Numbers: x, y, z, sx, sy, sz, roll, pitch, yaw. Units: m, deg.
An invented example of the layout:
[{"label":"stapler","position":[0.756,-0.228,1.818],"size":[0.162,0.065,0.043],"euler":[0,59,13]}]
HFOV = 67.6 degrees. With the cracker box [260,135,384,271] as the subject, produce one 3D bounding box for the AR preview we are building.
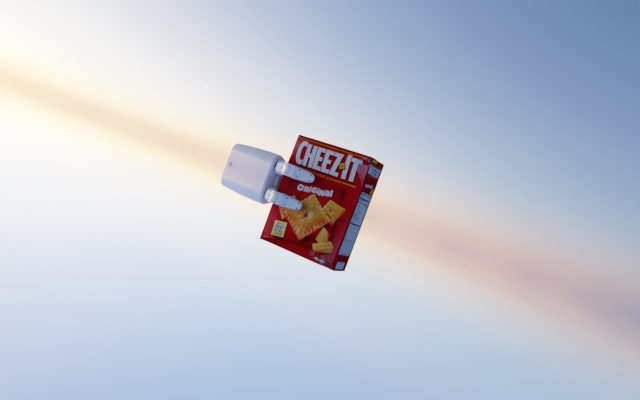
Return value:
[{"label":"cracker box","position":[0.000,0.003,0.888],"size":[0.164,0.213,0.072],"euler":[21,0,27]}]
